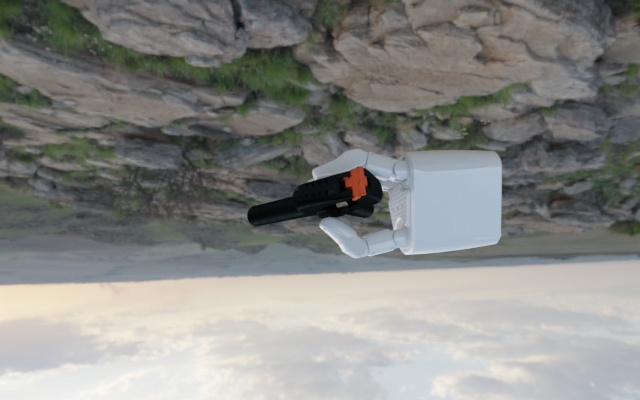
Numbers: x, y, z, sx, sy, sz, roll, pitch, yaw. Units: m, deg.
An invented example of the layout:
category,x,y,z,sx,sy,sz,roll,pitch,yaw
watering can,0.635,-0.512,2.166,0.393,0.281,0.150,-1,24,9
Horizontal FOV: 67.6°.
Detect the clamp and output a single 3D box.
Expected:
category,x,y,z,sx,sy,sz,roll,pitch,yaw
clamp,0.000,0.002,0.527,0.164,0.036,0.210,-6,-8,-8
